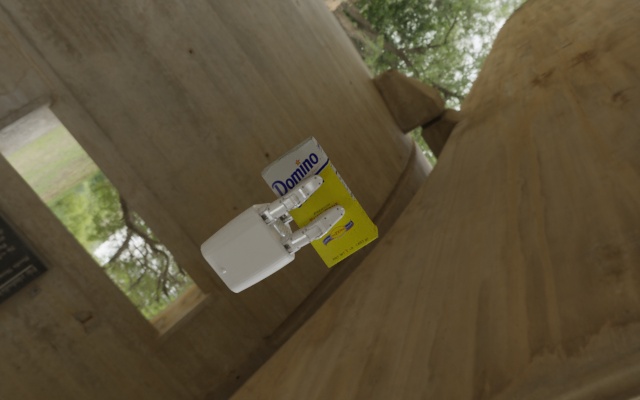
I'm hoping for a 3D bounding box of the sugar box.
[{"bbox_3d":[0.000,0.003,0.710,0.093,0.176,0.048,-34,13,10],"label":"sugar box"}]
